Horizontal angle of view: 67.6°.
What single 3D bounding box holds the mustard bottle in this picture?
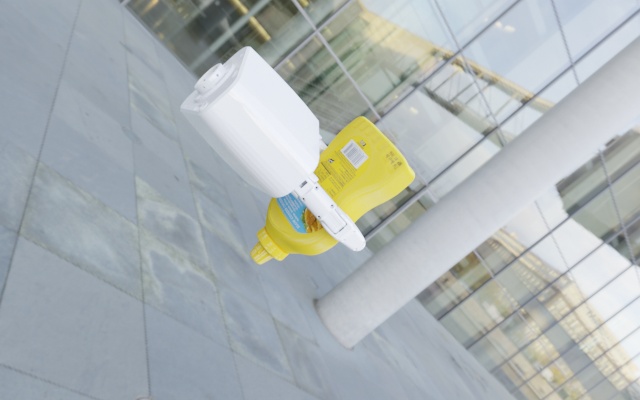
[{"bbox_3d":[0.000,0.002,0.513,0.191,0.096,0.058,-40,-37,6],"label":"mustard bottle"}]
